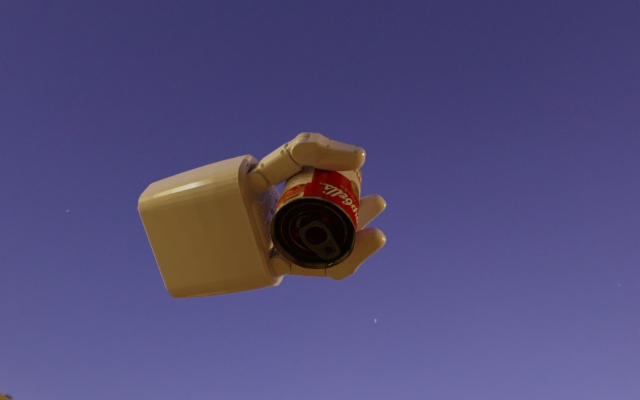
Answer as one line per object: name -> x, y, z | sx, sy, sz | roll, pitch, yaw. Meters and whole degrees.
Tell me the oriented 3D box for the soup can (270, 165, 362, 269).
soup can -> 0.001, 0.001, 0.413 | 0.068, 0.068, 0.102 | 0, 31, 8
